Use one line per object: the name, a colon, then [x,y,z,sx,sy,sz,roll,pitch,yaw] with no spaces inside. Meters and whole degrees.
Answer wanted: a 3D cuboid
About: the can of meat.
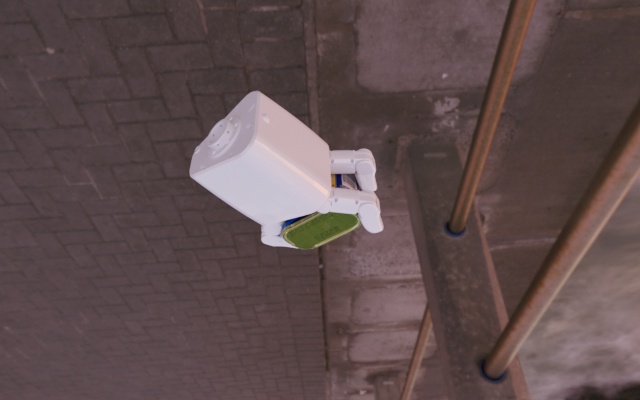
can of meat: [0.000,0.002,0.575,0.102,0.083,0.057,-29,-47,28]
